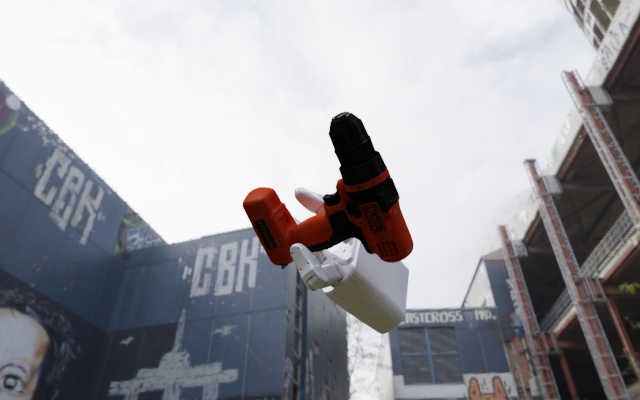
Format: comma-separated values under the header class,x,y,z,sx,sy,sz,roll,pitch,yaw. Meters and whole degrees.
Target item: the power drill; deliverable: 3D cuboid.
class,x,y,z,sx,sy,sz,roll,pitch,yaw
power drill,0.000,0.002,0.571,0.187,0.184,0.057,-14,19,32
